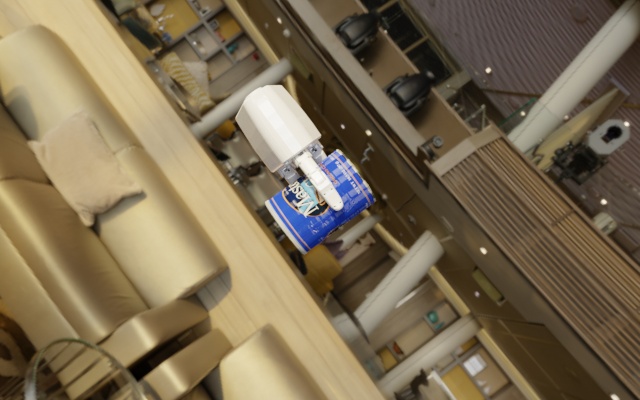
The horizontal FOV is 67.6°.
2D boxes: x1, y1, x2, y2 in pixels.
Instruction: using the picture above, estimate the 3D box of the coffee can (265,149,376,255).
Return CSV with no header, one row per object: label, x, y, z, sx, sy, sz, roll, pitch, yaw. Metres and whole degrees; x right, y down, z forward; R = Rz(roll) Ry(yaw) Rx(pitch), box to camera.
coffee can,0.000,0.003,0.743,0.140,0.103,0.103,-37,1,-1
